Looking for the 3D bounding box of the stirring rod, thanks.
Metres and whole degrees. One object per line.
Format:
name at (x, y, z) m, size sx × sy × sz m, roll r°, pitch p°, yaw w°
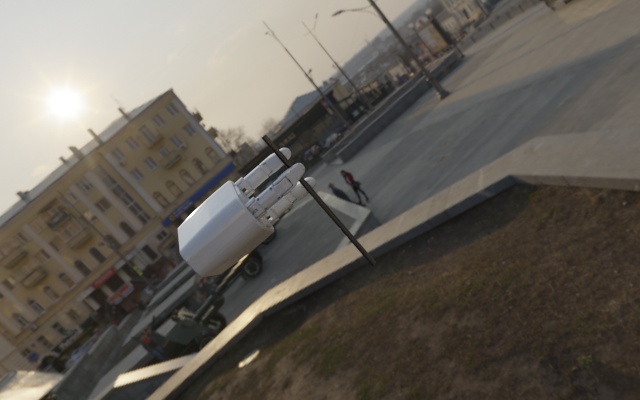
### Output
stirring rod at (0.000, 0.002, 0.670) m, size 0.011 × 0.239 × 0.011 m, roll -39°, pitch 10°, yaw 8°
